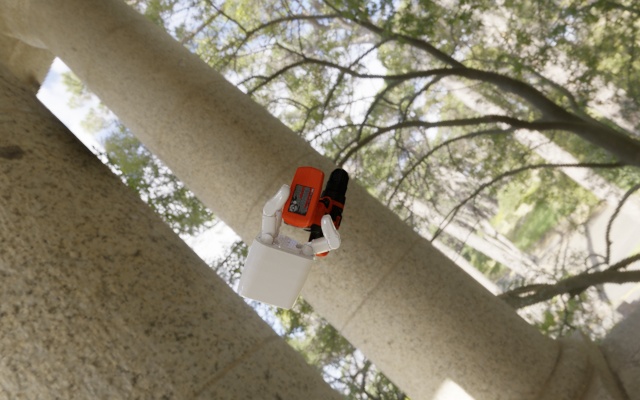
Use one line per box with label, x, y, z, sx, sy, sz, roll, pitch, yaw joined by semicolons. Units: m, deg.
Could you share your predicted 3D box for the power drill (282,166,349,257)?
power drill;0.000;0.003;0.889;0.057;0.184;0.188;11;-13;21
